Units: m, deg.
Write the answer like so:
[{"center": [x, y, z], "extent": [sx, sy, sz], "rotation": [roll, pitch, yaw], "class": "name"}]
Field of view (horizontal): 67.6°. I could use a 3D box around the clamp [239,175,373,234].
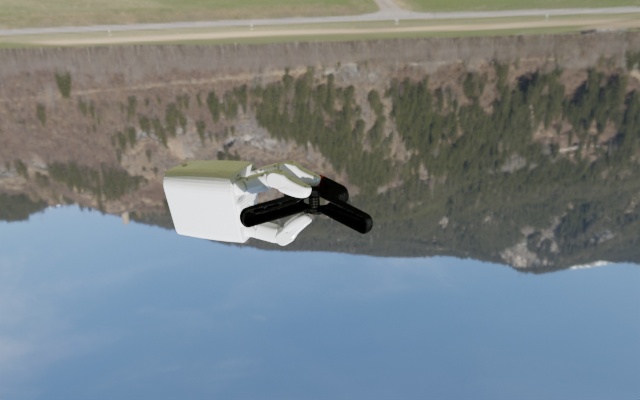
[{"center": [0.000, 0.003, 0.667], "extent": [0.164, 0.036, 0.210], "rotation": [6, 17, 12], "class": "clamp"}]
